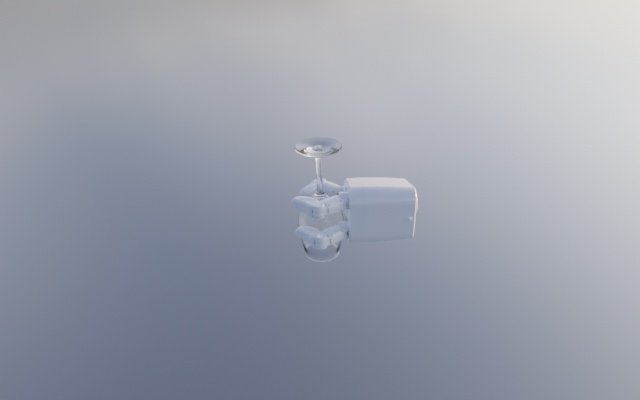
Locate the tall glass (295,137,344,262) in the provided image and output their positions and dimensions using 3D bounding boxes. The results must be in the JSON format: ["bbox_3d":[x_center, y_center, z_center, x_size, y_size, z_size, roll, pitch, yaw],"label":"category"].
[{"bbox_3d":[0.000,0.002,0.788,0.079,0.201,0.079,-1,30,1],"label":"tall glass"}]
